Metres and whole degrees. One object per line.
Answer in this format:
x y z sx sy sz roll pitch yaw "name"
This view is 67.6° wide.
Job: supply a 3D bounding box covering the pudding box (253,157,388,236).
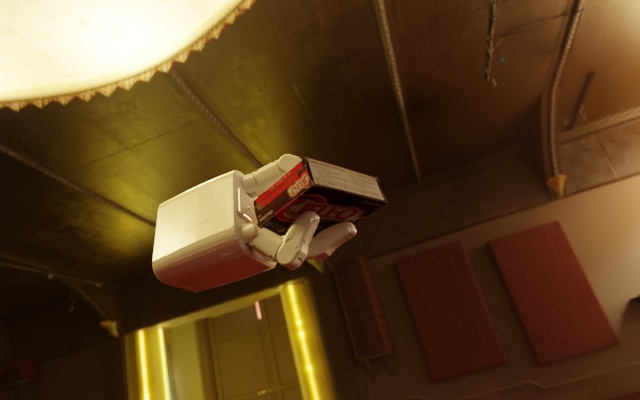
0.000 0.002 0.505 0.113 0.039 0.090 9 -35 -44 "pudding box"
